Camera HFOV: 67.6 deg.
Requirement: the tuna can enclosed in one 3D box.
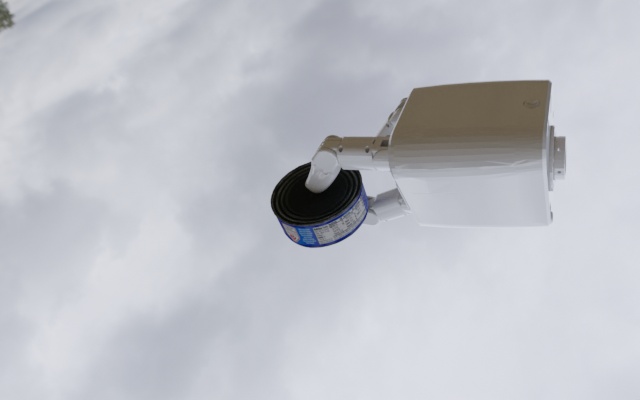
[{"bbox_3d":[0.000,0.002,0.438,0.086,0.034,0.086,-12,42,11],"label":"tuna can"}]
